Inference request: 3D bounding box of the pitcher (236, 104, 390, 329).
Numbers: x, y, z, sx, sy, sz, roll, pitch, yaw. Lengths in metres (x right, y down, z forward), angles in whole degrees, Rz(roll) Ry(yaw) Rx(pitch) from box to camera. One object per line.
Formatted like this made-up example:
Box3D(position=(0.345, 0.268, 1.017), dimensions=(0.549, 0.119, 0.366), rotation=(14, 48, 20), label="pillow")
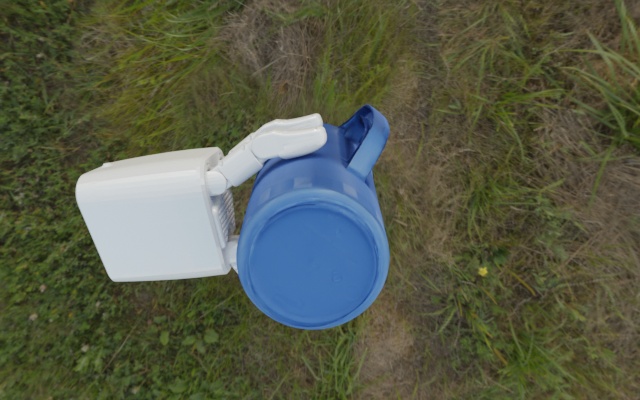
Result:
Box3D(position=(0.000, 0.002, 0.437), dimensions=(0.145, 0.149, 0.242), rotation=(-7, 17, 1), label="pitcher")
